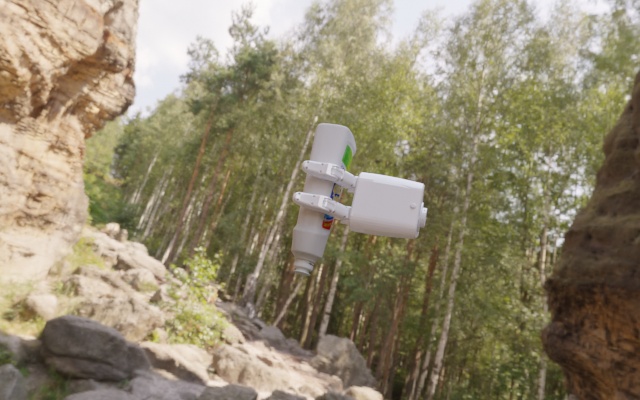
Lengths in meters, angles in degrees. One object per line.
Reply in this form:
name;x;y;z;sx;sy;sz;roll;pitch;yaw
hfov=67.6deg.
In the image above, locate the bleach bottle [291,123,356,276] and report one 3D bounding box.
bleach bottle;0.000;0.003;0.802;0.068;0.250;0.103;9;-18;14
